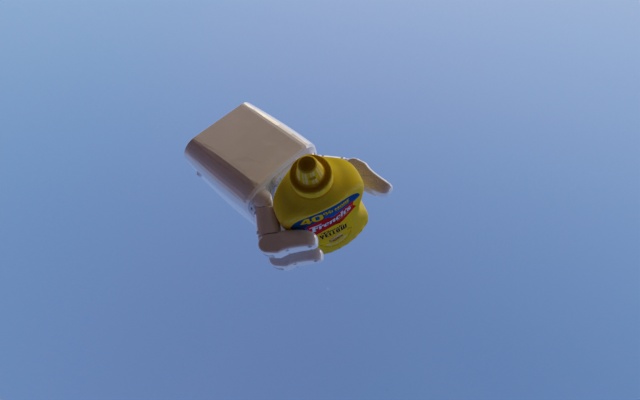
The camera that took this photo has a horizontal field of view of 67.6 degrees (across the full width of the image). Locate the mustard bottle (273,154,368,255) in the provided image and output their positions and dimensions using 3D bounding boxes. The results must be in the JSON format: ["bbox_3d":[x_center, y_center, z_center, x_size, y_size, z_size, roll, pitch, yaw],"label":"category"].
[{"bbox_3d":[0.000,0.002,0.508,0.096,0.058,0.192,-25,-23,-2],"label":"mustard bottle"}]
